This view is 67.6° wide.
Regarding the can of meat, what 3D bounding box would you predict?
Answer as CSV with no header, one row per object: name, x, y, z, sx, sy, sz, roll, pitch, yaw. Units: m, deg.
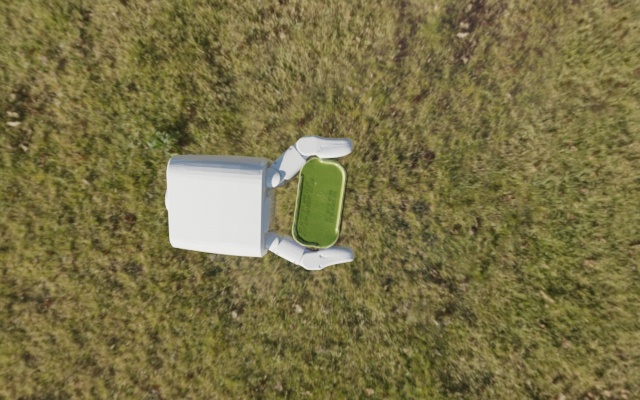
can of meat,0.000,0.002,0.548,0.057,0.102,0.084,7,2,2
